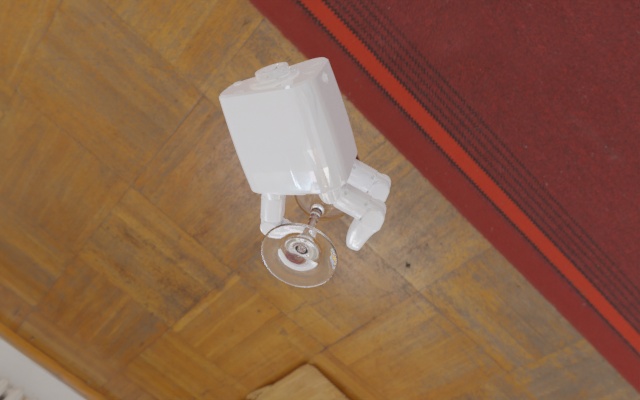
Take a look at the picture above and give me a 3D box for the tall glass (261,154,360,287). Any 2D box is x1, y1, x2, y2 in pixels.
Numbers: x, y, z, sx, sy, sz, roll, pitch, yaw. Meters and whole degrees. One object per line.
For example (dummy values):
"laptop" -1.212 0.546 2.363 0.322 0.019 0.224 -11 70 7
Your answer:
"tall glass" 0.000 0.002 0.527 0.079 0.079 0.201 0 30 14
